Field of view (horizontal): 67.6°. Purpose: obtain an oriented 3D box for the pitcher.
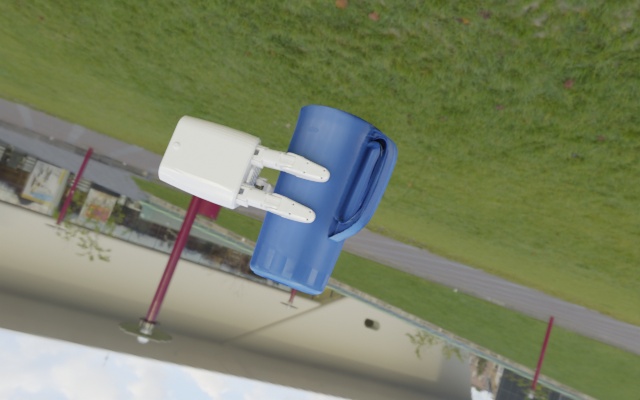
[{"bbox_3d":[0.000,0.002,0.658,0.145,0.243,0.149,20,-8,0],"label":"pitcher"}]
